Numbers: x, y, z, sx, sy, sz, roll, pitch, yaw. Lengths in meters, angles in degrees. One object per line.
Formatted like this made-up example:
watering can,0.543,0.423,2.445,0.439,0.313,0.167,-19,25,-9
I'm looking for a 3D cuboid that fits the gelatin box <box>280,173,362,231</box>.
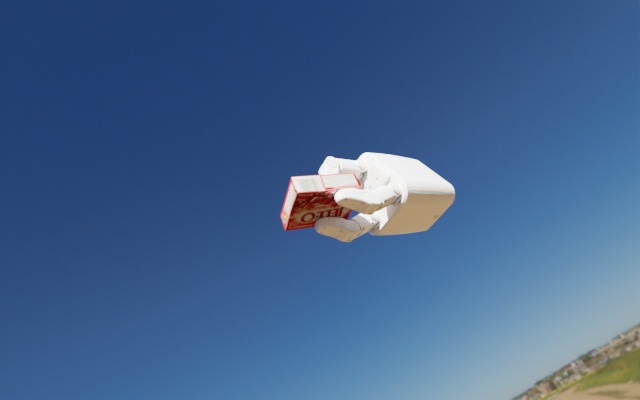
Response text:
gelatin box,0.000,0.002,0.605,0.089,0.030,0.073,-5,-39,-23
